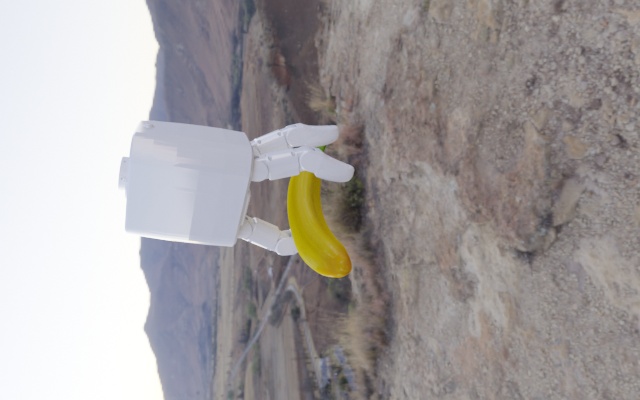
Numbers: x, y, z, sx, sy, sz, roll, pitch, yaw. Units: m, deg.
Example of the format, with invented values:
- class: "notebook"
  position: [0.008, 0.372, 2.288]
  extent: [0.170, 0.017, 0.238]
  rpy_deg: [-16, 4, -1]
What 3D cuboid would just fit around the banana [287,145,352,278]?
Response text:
- class: "banana"
  position: [-0.007, 0.013, 0.481]
  extent: [0.037, 0.070, 0.197]
  rpy_deg: [13, 39, -20]
